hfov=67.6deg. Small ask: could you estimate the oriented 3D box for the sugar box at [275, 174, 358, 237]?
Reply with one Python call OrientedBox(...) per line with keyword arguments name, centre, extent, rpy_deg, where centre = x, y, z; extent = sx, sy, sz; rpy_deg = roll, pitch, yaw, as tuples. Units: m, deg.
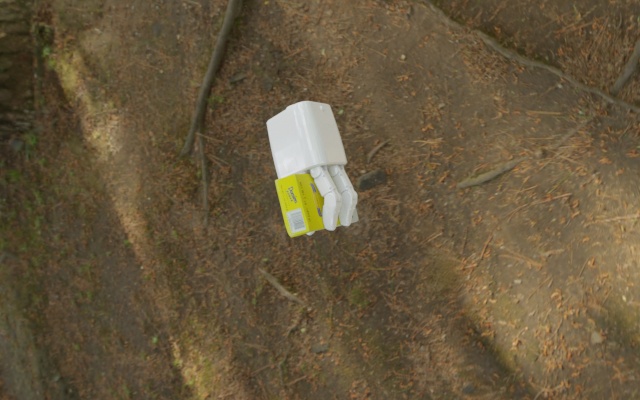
OrientedBox(name="sugar box", centre=(0.000, 0.002, 0.796), extent=(0.048, 0.093, 0.176), rpy_deg=(-16, -4, 32))
